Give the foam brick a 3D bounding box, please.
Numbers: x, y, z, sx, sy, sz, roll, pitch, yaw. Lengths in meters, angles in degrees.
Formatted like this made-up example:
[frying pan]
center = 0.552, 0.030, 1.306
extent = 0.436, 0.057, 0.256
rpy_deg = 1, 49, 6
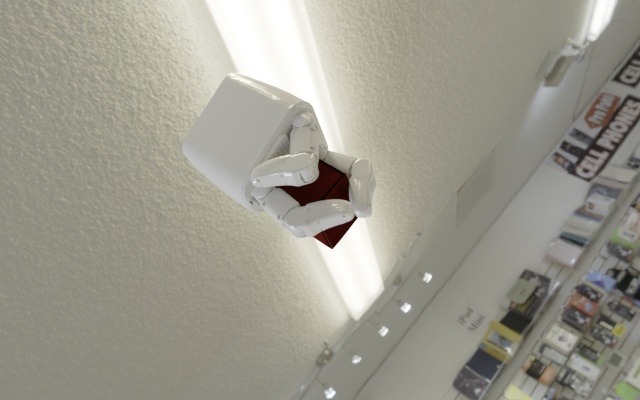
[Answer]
[foam brick]
center = 0.000, 0.002, 0.481
extent = 0.051, 0.053, 0.078
rpy_deg = 31, -19, 32
